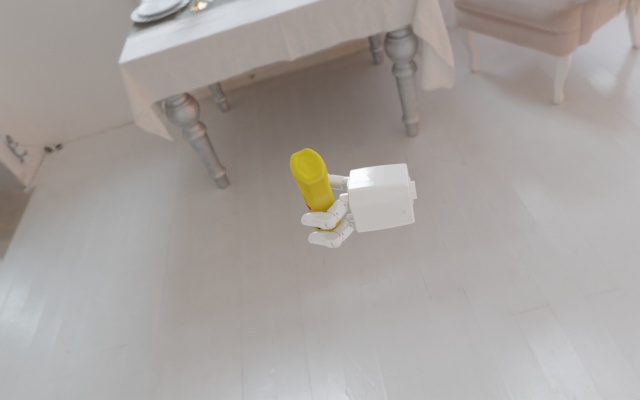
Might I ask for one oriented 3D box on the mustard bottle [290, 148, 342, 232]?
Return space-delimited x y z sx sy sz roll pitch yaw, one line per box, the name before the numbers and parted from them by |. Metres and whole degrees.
mustard bottle | 0.000 0.003 0.874 0.058 0.192 0.096 -25 44 -5
